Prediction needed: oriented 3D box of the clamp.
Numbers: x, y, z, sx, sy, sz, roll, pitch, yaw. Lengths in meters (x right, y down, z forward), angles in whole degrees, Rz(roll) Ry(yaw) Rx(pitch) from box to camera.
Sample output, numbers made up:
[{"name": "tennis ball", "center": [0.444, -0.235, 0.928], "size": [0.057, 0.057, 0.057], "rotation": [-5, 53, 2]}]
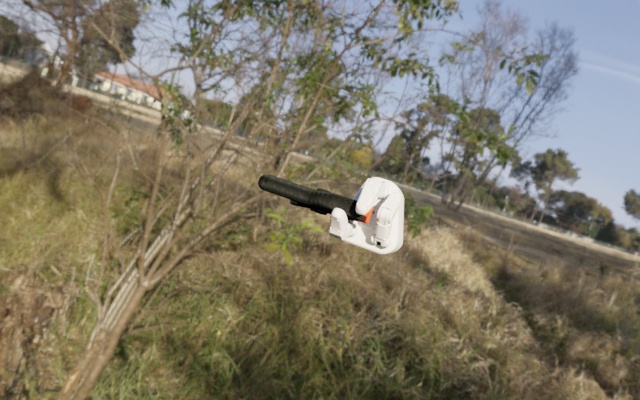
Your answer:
[{"name": "clamp", "center": [0.000, 0.002, 0.727], "size": [0.171, 0.039, 0.120], "rotation": [19, 0, 18]}]
